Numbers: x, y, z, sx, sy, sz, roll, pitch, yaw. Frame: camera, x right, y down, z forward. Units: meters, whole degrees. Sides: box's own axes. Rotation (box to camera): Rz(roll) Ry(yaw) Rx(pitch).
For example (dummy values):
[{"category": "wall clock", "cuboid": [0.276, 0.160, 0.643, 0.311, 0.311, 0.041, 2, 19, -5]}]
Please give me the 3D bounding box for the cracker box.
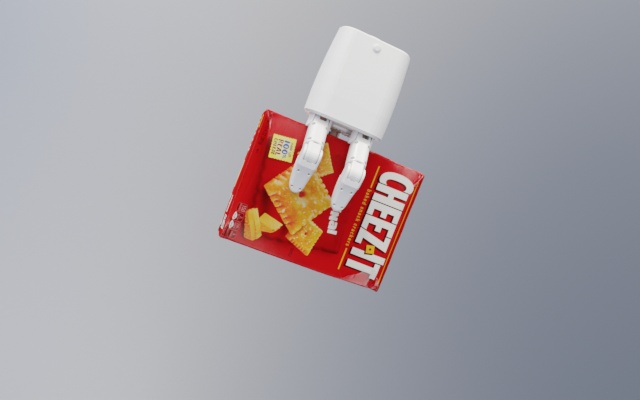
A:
[{"category": "cracker box", "cuboid": [0.000, 0.002, 0.602, 0.214, 0.164, 0.072, 21, 3, -12]}]
